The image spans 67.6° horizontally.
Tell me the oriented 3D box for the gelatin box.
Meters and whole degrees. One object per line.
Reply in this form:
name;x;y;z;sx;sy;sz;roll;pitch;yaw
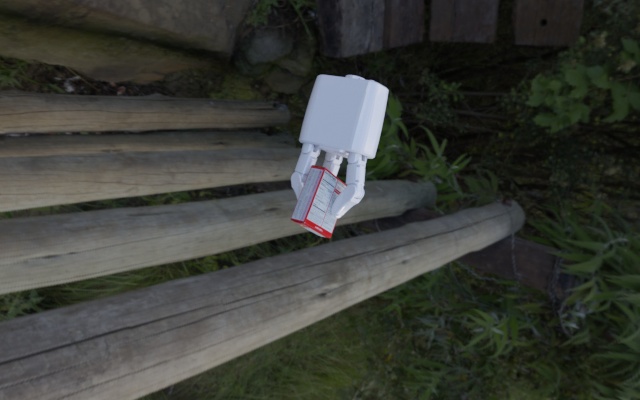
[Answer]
gelatin box;0.000;0.003;0.708;0.030;0.089;0.073;12;-14;37
